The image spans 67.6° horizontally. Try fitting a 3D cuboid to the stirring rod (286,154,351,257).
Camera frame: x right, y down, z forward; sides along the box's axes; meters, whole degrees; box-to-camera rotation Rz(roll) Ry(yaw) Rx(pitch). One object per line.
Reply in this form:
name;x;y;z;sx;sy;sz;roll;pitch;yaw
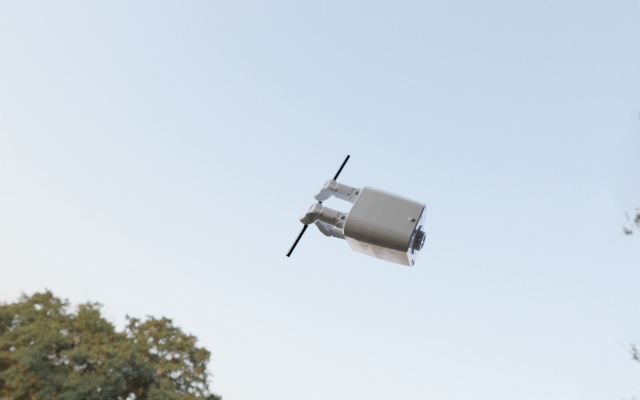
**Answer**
stirring rod;0.000;0.003;0.830;0.011;0.239;0.011;21;-34;15
